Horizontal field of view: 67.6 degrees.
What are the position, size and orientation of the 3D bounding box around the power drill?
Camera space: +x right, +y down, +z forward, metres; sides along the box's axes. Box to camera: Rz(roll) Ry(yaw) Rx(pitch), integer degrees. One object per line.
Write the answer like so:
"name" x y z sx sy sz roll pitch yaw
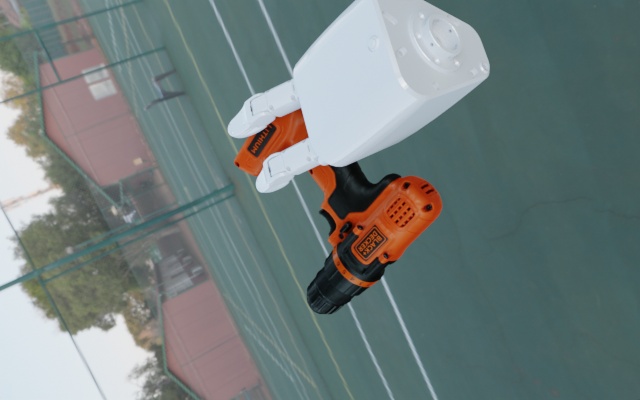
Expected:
"power drill" 0.000 0.001 0.470 0.184 0.187 0.057 -50 -15 31
